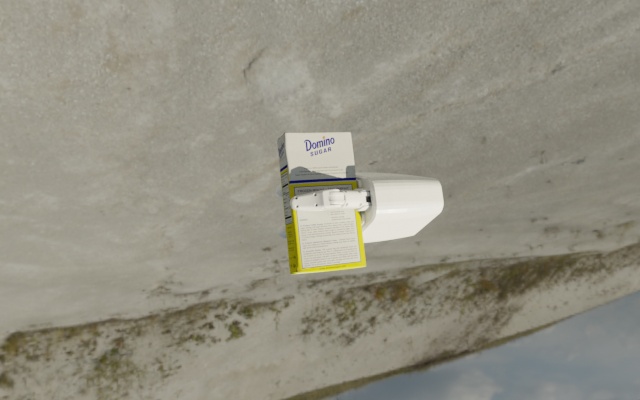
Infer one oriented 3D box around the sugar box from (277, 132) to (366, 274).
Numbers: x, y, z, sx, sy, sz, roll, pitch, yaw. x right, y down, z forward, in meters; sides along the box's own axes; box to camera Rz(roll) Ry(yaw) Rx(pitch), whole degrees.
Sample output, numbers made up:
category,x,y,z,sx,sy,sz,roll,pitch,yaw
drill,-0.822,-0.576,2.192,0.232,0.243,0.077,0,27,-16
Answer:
category,x,y,z,sx,sy,sz,roll,pitch,yaw
sugar box,0.000,0.002,0.612,0.093,0.176,0.048,-3,-9,-20
